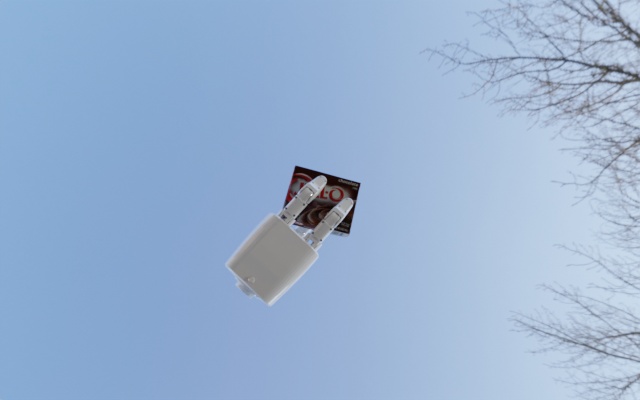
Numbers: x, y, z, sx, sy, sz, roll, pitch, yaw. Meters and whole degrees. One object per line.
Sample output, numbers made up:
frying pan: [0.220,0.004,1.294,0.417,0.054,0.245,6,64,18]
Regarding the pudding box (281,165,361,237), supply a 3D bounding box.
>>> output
pudding box: [0.000,0.003,0.767,0.113,0.090,0.039,15,-18,-5]
